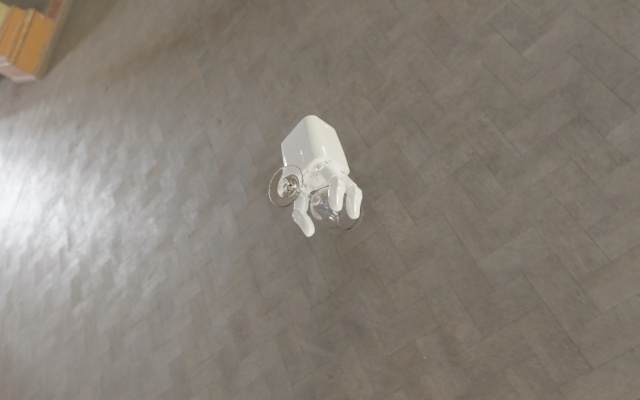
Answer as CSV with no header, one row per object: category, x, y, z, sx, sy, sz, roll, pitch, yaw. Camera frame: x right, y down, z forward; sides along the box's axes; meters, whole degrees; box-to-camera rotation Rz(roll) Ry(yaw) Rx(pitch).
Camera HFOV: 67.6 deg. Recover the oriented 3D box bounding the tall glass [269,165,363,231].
tall glass,0.000,0.003,0.869,0.079,0.079,0.201,0,-16,38
